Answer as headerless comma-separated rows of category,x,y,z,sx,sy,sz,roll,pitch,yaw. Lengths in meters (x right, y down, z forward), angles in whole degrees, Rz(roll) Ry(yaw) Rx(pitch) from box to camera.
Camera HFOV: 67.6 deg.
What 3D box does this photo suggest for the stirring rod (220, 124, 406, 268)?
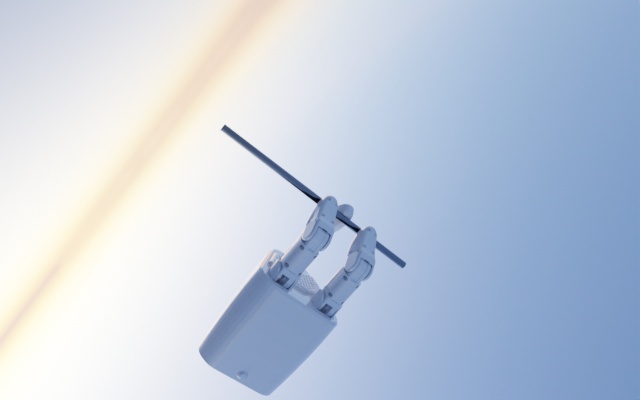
stirring rod,0.000,0.002,0.479,0.239,0.011,0.011,37,-14,-20
